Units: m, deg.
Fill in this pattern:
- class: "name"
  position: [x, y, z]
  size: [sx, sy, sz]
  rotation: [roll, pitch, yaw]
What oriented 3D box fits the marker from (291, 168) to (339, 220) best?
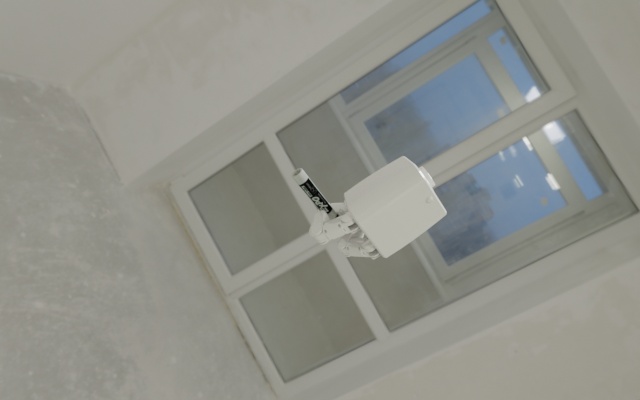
- class: "marker"
  position: [0.000, 0.002, 0.690]
  size: [0.020, 0.020, 0.121]
  rotation: [0, -43, 49]
